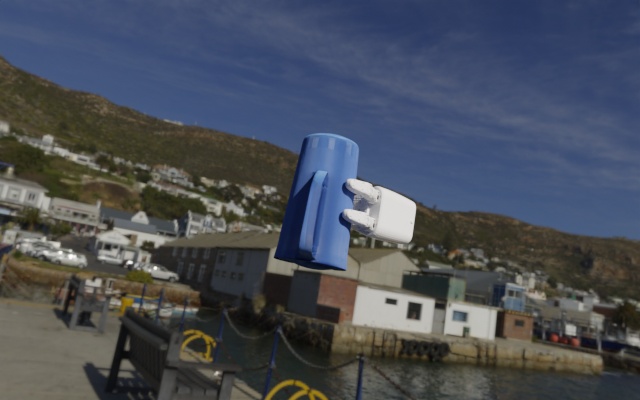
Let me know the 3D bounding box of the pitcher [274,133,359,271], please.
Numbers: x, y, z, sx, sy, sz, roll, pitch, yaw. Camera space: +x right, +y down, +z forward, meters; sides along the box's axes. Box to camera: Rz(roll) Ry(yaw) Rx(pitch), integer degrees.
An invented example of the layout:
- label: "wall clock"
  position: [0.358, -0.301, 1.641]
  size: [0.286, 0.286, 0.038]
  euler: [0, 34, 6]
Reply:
- label: "pitcher"
  position: [0.000, 0.003, 0.871]
  size: [0.145, 0.242, 0.149]
  euler: [18, -13, -36]
